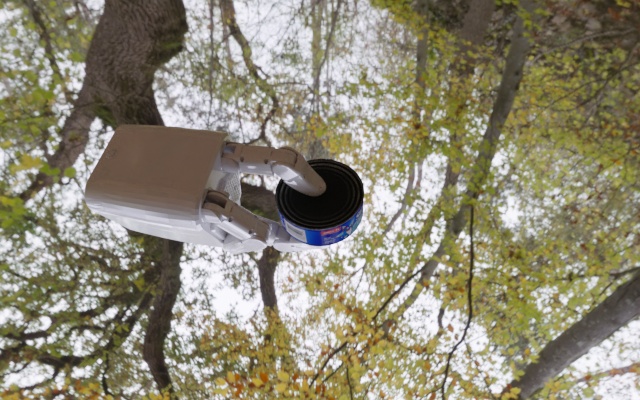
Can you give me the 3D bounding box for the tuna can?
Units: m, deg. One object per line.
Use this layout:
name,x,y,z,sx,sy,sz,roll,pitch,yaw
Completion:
tuna can,0.000,0.002,0.468,0.086,0.086,0.034,0,-37,5
